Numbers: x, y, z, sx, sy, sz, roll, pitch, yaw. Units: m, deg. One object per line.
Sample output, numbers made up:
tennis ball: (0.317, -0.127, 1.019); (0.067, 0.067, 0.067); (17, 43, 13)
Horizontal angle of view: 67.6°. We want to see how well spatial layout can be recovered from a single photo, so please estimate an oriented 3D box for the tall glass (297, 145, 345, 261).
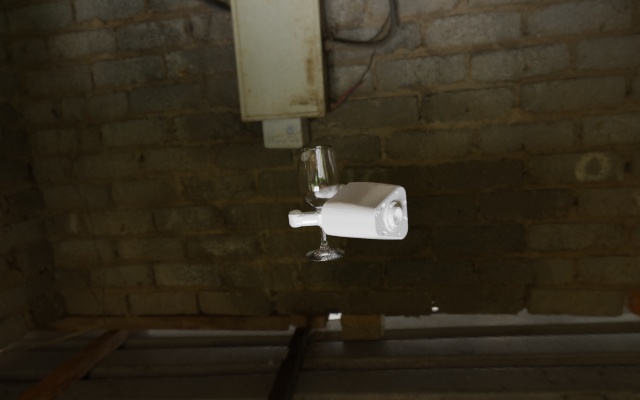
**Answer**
tall glass: (0.000, 0.004, 0.863); (0.079, 0.201, 0.079); (-5, 10, 1)
